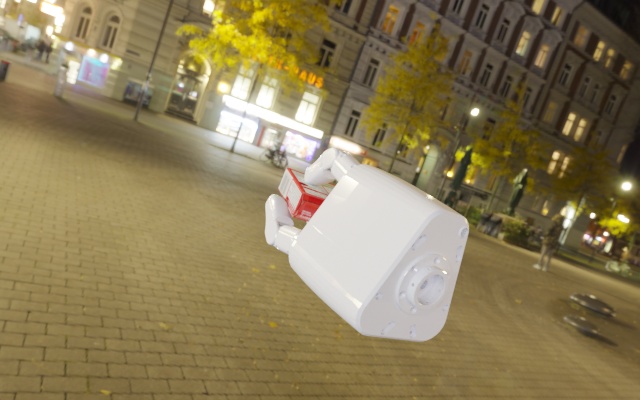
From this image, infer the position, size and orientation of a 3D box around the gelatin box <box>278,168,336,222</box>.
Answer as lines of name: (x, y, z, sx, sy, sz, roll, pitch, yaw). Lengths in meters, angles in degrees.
gelatin box: (0.000, 0.001, 0.500, 0.073, 0.030, 0.089, 19, 14, -21)
